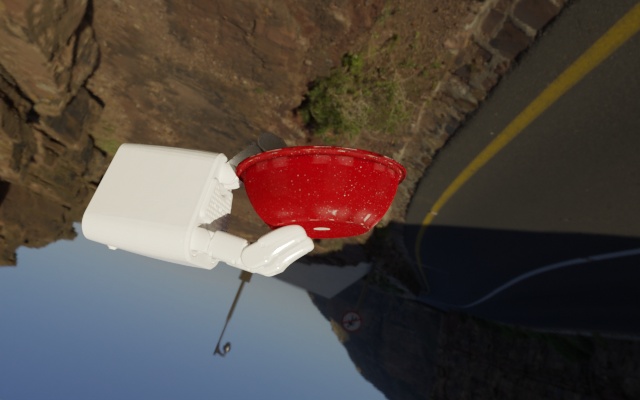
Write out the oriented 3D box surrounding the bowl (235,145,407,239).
[{"bbox_3d":[0.001,0.002,0.449,0.162,0.055,0.162,0,-14,0],"label":"bowl"}]
